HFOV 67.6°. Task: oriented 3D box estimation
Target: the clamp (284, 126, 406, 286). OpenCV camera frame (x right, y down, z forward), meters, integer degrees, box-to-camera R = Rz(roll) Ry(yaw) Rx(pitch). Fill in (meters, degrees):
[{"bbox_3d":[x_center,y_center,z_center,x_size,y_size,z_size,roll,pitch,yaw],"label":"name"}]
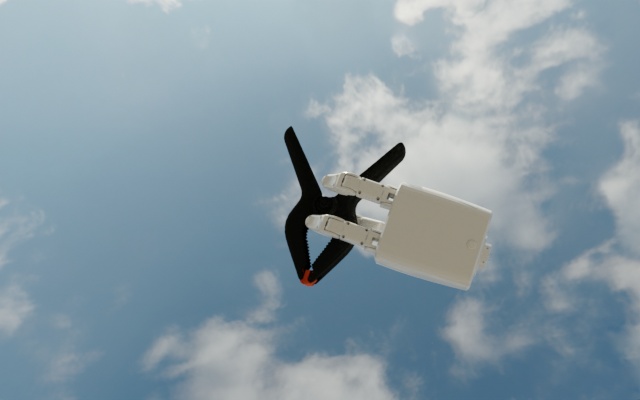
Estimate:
[{"bbox_3d":[0.000,0.003,0.612,0.164,0.210,0.036,18,-11,19],"label":"clamp"}]
